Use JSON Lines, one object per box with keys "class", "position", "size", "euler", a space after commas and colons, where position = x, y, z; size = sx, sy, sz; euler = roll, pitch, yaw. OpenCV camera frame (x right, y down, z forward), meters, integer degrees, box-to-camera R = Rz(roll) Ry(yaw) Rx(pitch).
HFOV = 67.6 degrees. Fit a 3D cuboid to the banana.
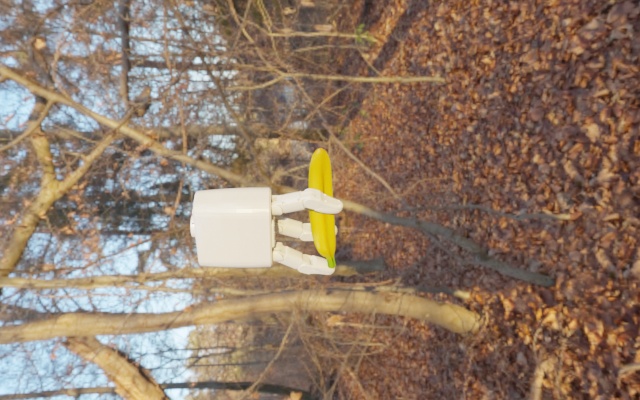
{"class": "banana", "position": [0.001, -0.001, 0.722], "size": [0.037, 0.197, 0.070], "euler": [-2, -20, -2]}
